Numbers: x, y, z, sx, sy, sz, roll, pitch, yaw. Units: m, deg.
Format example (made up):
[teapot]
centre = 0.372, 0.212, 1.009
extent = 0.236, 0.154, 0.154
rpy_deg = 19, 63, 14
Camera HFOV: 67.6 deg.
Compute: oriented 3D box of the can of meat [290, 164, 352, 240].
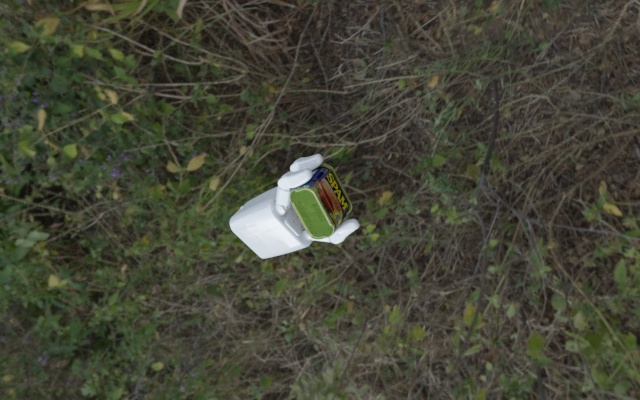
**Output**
[can of meat]
centre = 0.000, 0.003, 0.796
extent = 0.057, 0.102, 0.084
rpy_deg = -17, 20, 31
